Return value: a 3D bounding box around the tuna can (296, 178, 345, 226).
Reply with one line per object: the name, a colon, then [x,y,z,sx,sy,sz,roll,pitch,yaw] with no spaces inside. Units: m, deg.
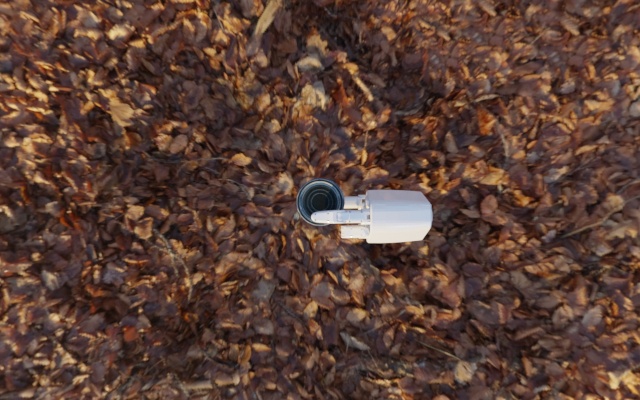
tuna can: [0.000,0.003,0.848,0.086,0.086,0.034,0,1,4]
